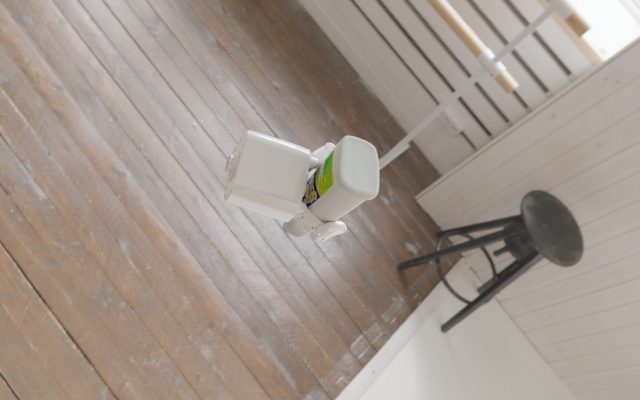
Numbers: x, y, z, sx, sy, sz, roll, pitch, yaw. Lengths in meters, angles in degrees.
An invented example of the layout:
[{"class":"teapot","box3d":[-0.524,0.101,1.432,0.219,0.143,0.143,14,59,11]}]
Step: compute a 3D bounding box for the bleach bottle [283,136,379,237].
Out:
[{"class":"bleach bottle","box3d":[0.000,0.002,0.773,0.068,0.102,0.251,18,-34,-21]}]
